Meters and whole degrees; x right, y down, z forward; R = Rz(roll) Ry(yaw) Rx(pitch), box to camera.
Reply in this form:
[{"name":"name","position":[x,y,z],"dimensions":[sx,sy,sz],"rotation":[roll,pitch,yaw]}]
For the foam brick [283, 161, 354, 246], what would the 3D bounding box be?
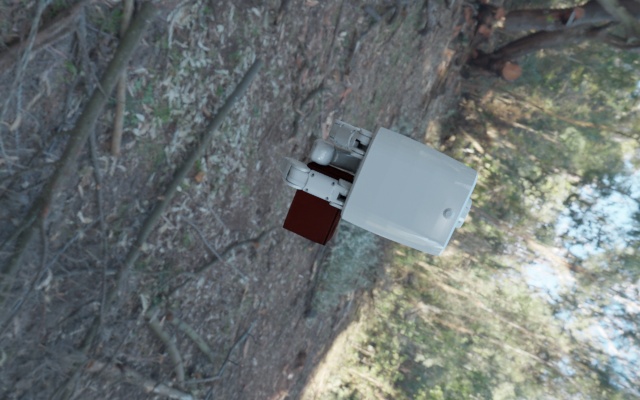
[{"name":"foam brick","position":[0.000,0.002,0.523],"dimensions":[0.051,0.078,0.053],"rotation":[24,12,6]}]
